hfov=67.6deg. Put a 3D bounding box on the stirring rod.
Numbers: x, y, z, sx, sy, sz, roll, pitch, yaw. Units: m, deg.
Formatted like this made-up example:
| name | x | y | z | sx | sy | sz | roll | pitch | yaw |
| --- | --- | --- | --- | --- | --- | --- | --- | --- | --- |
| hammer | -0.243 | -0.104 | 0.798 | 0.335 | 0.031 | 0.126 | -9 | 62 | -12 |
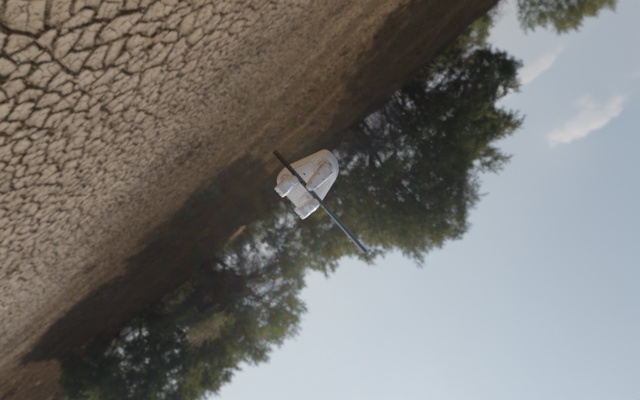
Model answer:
| name | x | y | z | sx | sy | sz | roll | pitch | yaw |
| --- | --- | --- | --- | --- | --- | --- | --- | --- | --- |
| stirring rod | 0.000 | 0.003 | 0.837 | 0.011 | 0.239 | 0.011 | -41 | 8 | 7 |
